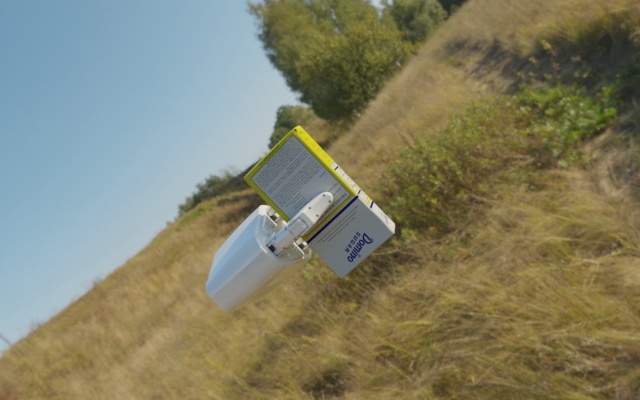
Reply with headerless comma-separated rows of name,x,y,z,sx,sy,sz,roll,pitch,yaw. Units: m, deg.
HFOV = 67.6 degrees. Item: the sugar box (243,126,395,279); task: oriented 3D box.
sugar box,0.000,0.002,0.596,0.093,0.176,0.048,-43,5,17
